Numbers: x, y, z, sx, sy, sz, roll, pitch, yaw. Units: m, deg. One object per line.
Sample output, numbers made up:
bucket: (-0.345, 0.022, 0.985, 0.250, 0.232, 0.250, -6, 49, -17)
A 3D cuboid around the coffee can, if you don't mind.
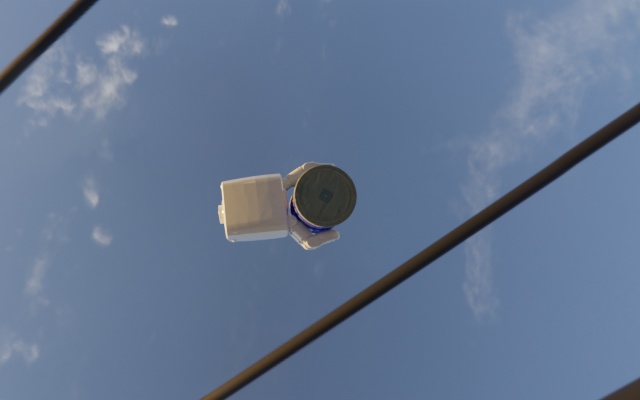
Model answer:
coffee can: (0.000, 0.003, 0.838, 0.103, 0.103, 0.140, 0, -9, -7)
